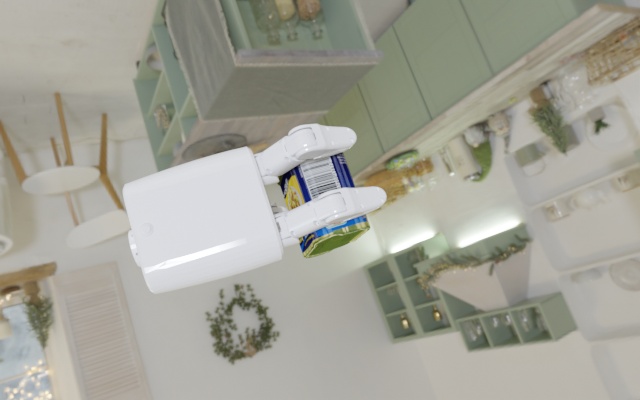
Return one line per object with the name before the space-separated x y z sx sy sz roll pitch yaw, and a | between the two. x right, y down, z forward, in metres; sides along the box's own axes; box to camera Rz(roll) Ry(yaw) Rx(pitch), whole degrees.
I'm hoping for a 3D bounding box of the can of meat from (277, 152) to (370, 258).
can of meat | 0.000 0.002 0.439 0.057 0.084 0.102 -16 -12 -13
